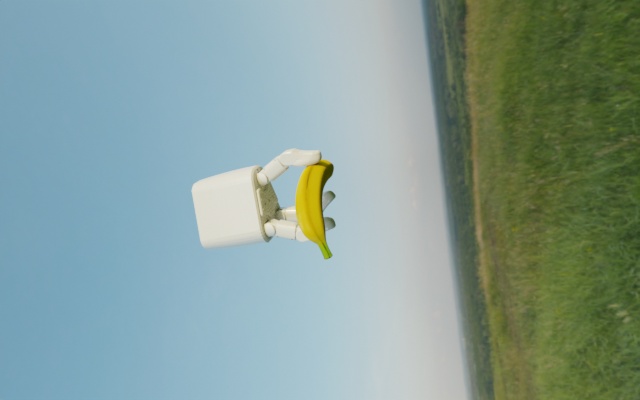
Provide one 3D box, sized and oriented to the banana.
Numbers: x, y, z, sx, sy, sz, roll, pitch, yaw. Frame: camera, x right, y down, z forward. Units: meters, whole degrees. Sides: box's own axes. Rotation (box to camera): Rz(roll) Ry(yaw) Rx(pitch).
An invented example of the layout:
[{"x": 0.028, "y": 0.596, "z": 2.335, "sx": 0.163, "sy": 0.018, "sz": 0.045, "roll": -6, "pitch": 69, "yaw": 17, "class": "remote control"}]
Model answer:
[{"x": -0.007, "y": -0.009, "z": 0.673, "sx": 0.037, "sy": 0.070, "sz": 0.197, "roll": -15, "pitch": 39, "yaw": 17, "class": "banana"}]
